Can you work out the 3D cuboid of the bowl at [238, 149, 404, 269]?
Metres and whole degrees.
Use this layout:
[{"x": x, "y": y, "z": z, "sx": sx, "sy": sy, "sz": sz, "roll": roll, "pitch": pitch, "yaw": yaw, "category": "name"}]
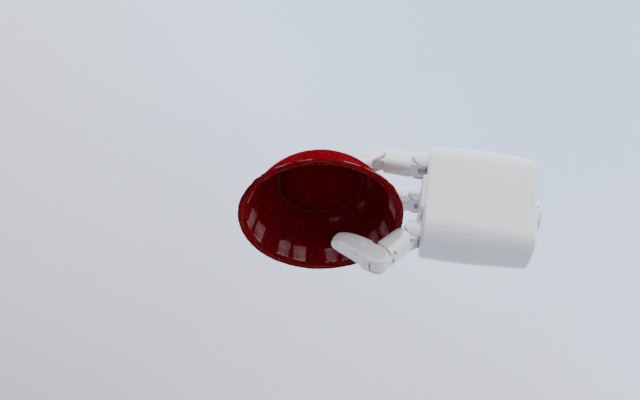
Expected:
[{"x": -0.001, "y": 0.001, "z": 0.483, "sx": 0.162, "sy": 0.055, "sz": 0.162, "roll": 0, "pitch": -43, "yaw": 0, "category": "bowl"}]
